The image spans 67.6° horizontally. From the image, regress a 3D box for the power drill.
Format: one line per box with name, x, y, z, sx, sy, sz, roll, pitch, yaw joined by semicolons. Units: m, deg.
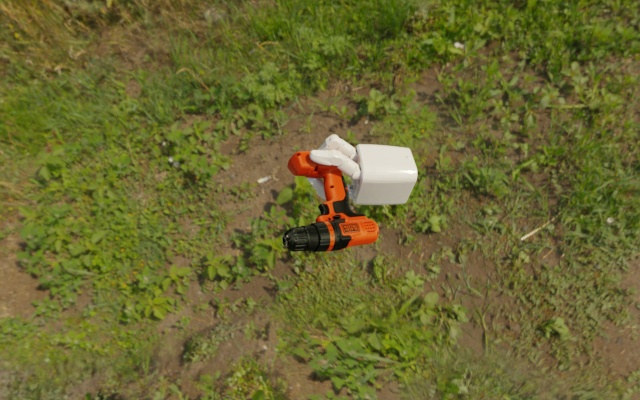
power drill;0.000;0.002;0.856;0.184;0.187;0.057;-3;-26;-31
